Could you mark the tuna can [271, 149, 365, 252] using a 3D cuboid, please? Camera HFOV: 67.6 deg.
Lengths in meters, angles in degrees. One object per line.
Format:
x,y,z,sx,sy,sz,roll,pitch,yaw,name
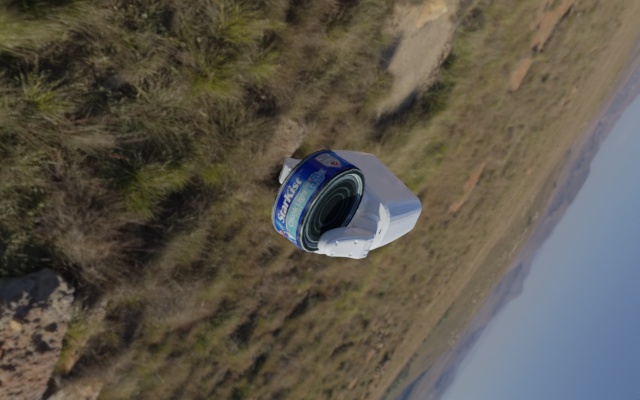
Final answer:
0.000,0.002,0.412,0.033,0.086,0.086,35,18,27,tuna can
